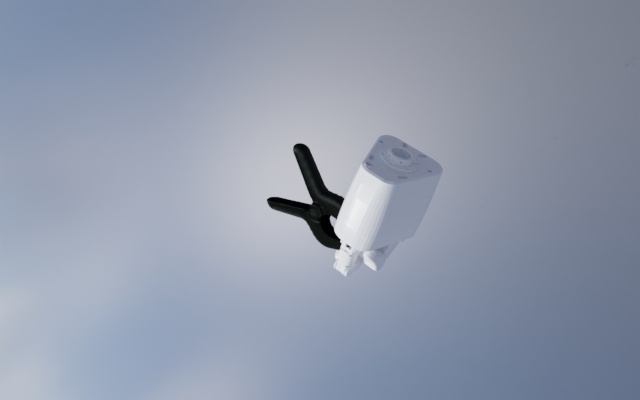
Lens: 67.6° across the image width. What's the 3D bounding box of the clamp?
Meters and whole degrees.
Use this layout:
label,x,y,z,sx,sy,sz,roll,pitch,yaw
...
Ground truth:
label,x,y,z,sx,sy,sz,roll,pitch,yaw
clamp,0.000,0.003,0.672,0.171,0.120,0.039,35,40,21
